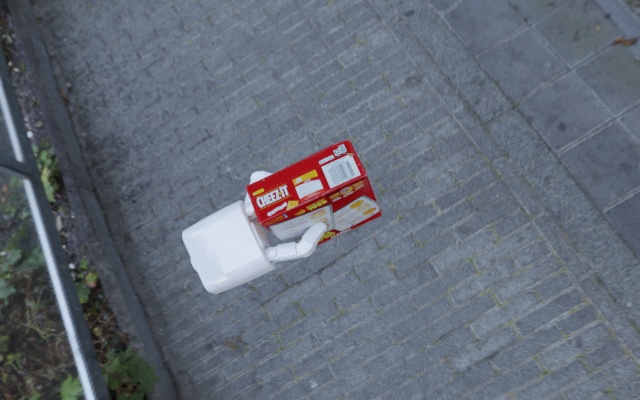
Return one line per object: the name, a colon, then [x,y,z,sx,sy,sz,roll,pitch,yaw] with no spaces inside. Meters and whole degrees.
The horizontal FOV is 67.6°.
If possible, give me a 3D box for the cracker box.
cracker box: [0.000,0.003,0.751,0.164,0.072,0.214,-25,-20,5]
